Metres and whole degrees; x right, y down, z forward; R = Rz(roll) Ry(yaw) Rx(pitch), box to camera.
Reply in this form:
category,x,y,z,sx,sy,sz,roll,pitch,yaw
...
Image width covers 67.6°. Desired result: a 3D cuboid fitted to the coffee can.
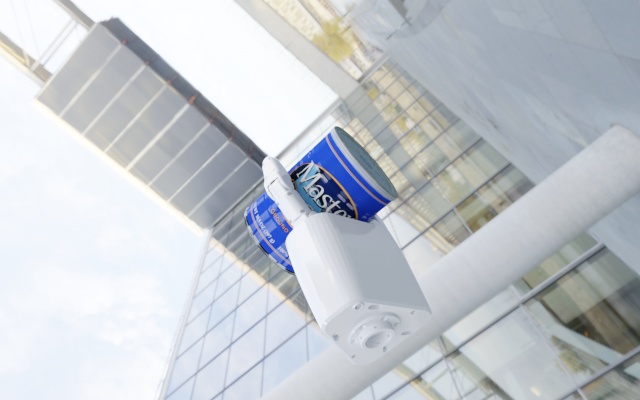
category,x,y,z,sx,sy,sz,roll,pitch,yaw
coffee can,0.000,0.001,0.532,0.140,0.103,0.103,-41,-13,15
